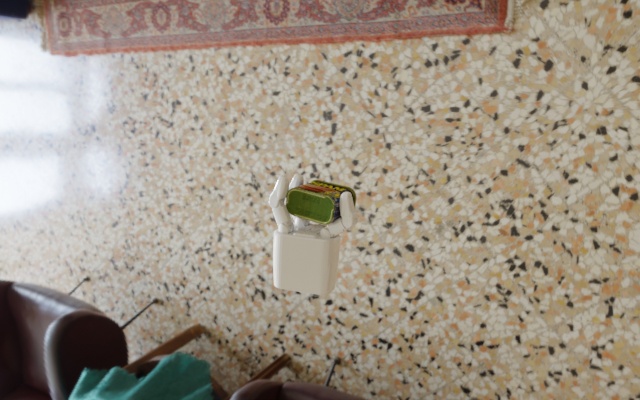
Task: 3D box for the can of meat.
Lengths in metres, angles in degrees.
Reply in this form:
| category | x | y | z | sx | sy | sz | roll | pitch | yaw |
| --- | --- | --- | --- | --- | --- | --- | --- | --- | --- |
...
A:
| category | x | y | z | sx | sy | sz | roll | pitch | yaw |
| --- | --- | --- | --- | --- | --- | --- | --- | --- | --- |
| can of meat | 0.000 | 0.003 | 0.853 | 0.102 | 0.057 | 0.084 | 14 | 17 | 26 |
